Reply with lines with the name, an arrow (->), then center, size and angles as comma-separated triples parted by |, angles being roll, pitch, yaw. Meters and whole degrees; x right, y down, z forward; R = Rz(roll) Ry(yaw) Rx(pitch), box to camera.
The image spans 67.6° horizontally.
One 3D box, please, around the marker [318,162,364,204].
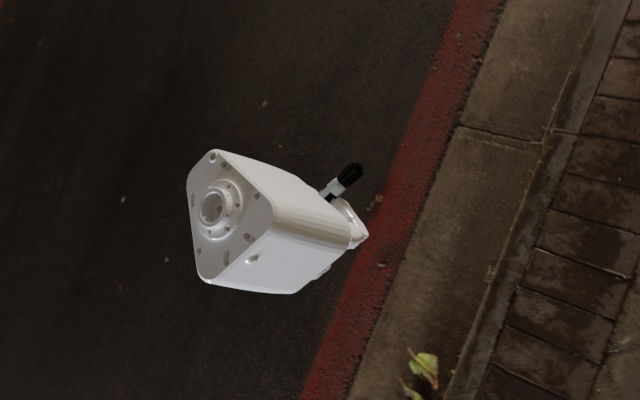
marker -> 0.000, 0.002, 0.517 | 0.121, 0.020, 0.020 | -42, -16, 19
